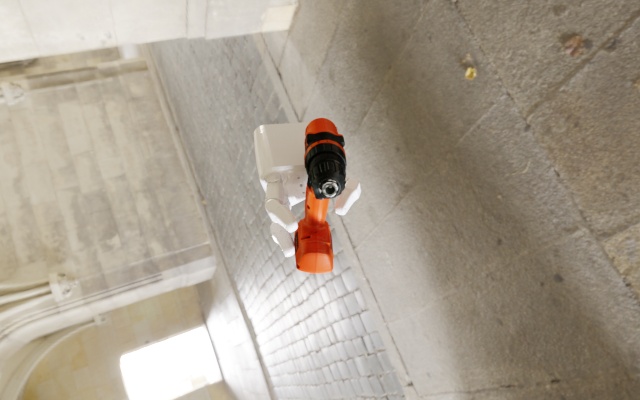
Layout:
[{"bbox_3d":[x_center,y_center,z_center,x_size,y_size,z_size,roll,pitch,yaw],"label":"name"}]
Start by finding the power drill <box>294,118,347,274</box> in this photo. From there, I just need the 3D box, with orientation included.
[{"bbox_3d":[0.000,0.002,0.637,0.057,0.188,0.184,5,29,-4],"label":"power drill"}]
